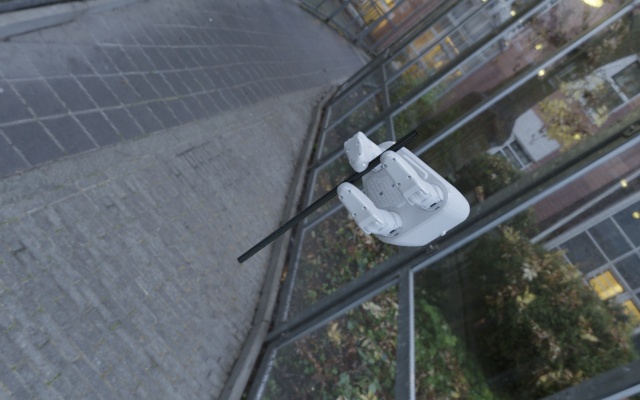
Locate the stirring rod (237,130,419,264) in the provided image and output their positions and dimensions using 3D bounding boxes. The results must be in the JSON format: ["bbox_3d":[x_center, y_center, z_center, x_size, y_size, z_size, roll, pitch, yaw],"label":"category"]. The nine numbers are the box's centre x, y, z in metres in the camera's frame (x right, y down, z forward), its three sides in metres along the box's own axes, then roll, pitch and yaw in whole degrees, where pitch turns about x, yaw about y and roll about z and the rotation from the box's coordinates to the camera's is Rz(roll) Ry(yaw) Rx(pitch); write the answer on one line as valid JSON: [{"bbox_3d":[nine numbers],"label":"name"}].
[{"bbox_3d":[0.000,0.002,0.497,0.239,0.011,0.011,-36,-14,21],"label":"stirring rod"}]
